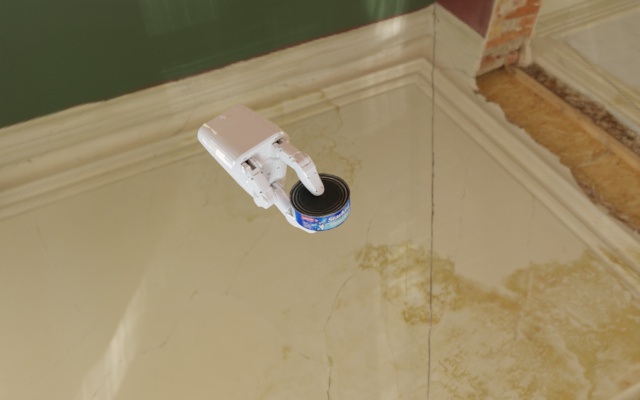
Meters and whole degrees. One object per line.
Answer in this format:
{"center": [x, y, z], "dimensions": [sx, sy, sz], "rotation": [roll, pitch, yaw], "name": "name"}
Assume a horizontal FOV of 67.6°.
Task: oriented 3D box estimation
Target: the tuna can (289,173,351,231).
{"center": [0.000, 0.003, 0.677], "dimensions": [0.086, 0.086, 0.034], "rotation": [0, -44, 7], "name": "tuna can"}
